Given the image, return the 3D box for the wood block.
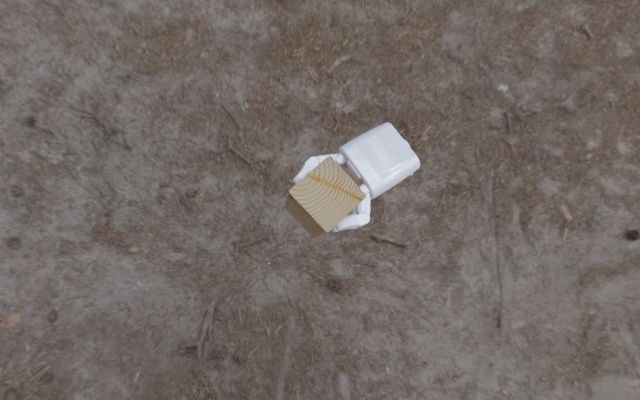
[{"bbox_3d":[0.000,0.002,0.842,0.090,0.091,0.206,-42,-1,-10],"label":"wood block"}]
